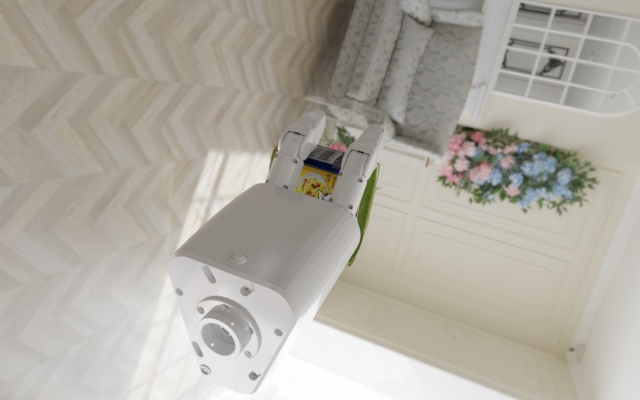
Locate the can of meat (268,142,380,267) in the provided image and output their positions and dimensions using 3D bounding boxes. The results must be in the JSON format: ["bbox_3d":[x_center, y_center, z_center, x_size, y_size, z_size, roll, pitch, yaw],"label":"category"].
[{"bbox_3d":[0.000,0.002,0.429,0.084,0.102,0.057,17,27,17],"label":"can of meat"}]
